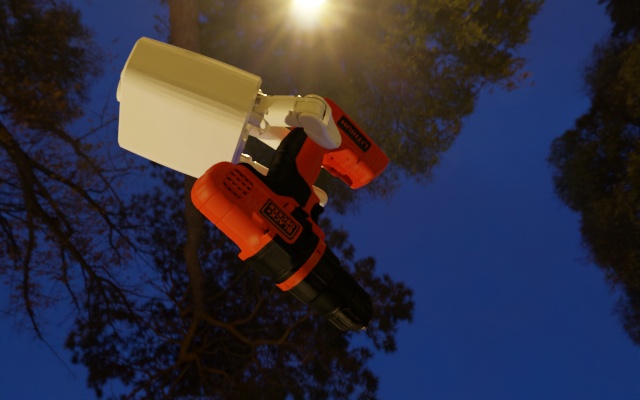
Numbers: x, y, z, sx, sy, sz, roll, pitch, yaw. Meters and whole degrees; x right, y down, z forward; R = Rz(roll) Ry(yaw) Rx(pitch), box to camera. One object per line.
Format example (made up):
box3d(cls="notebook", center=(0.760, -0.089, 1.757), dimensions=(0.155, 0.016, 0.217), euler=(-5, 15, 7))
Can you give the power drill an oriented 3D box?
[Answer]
box3d(cls="power drill", center=(0.000, 0.001, 0.437), dimensions=(0.057, 0.184, 0.187), euler=(-35, 16, 41))
